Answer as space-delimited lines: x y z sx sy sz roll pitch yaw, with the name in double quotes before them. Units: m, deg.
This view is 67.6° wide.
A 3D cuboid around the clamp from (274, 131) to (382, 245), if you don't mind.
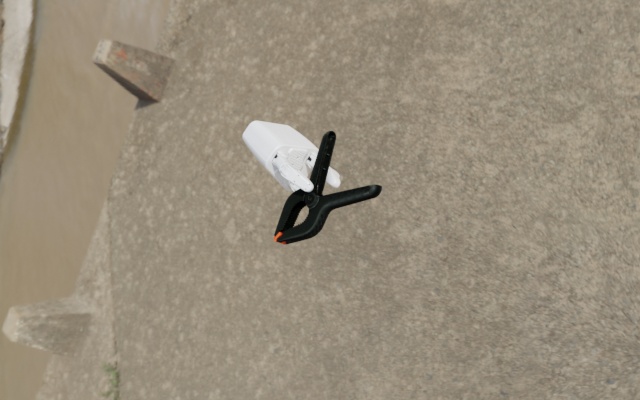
"clamp" -0.001 0.003 0.805 0.036 0.210 0.164 26 15 -48
